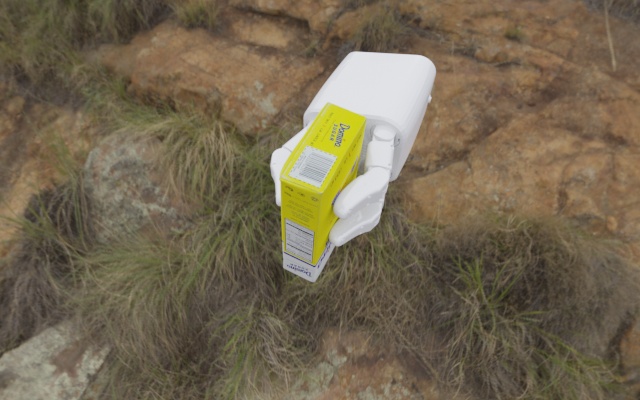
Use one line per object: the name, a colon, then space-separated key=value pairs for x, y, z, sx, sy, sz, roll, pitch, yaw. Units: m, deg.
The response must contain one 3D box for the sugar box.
sugar box: x=0.001 y=0.002 z=0.465 sx=0.048 sy=0.093 sz=0.176 roll=23 pitch=-30 yaw=14
